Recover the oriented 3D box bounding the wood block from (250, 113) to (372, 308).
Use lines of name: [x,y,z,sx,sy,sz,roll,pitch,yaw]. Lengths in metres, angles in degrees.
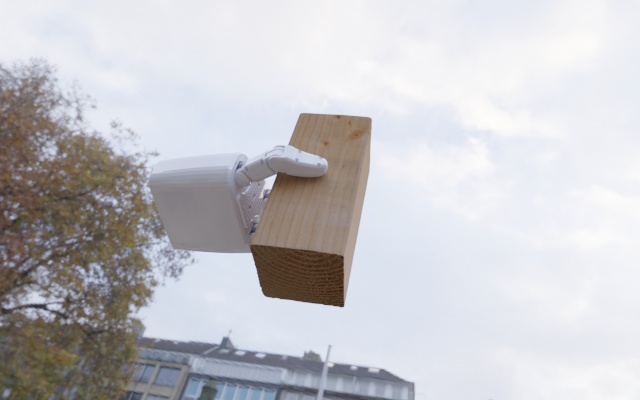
wood block: [0.000,0.001,0.529,0.090,0.206,0.091,6,-43,10]
